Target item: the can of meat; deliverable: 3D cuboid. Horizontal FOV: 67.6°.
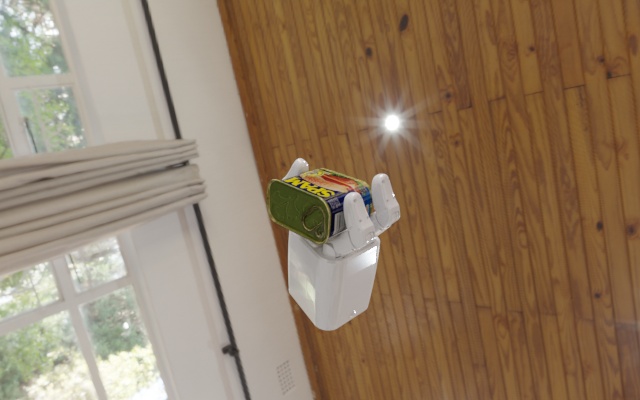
[{"bbox_3d":[0.000,0.002,0.573,0.102,0.057,0.084,22,30,38],"label":"can of meat"}]
